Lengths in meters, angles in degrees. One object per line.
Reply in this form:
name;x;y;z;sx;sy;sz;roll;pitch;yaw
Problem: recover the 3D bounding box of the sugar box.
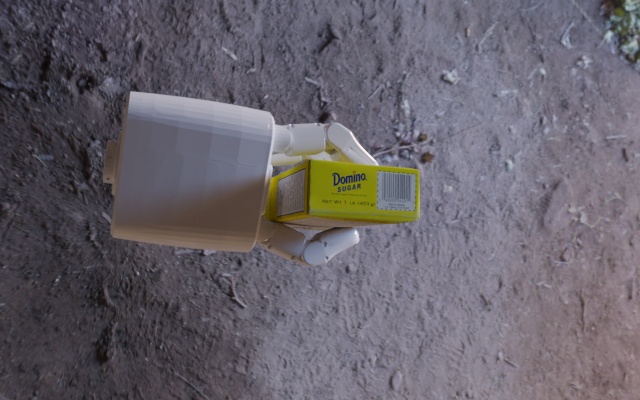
sugar box;0.000;0.001;0.420;0.093;0.048;0.176;4;-5;-23
